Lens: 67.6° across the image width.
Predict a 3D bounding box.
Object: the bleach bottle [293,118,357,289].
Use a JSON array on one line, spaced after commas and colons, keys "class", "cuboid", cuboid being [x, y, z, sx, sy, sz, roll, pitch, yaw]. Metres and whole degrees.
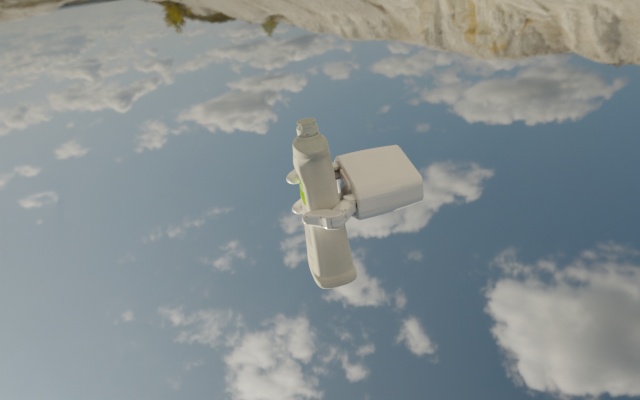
[{"class": "bleach bottle", "cuboid": [0.000, 0.002, 0.720, 0.068, 0.251, 0.102, -14, 26, -10]}]
